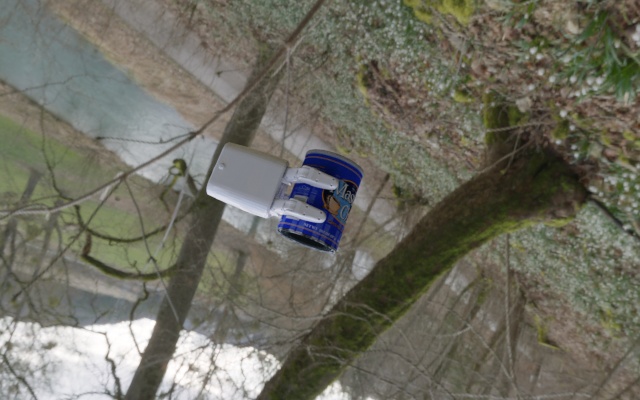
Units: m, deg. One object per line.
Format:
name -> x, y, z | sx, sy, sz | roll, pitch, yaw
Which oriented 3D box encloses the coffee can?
coffee can -> 0.000, 0.002, 0.774 | 0.103, 0.140, 0.103 | 20, -14, 5
